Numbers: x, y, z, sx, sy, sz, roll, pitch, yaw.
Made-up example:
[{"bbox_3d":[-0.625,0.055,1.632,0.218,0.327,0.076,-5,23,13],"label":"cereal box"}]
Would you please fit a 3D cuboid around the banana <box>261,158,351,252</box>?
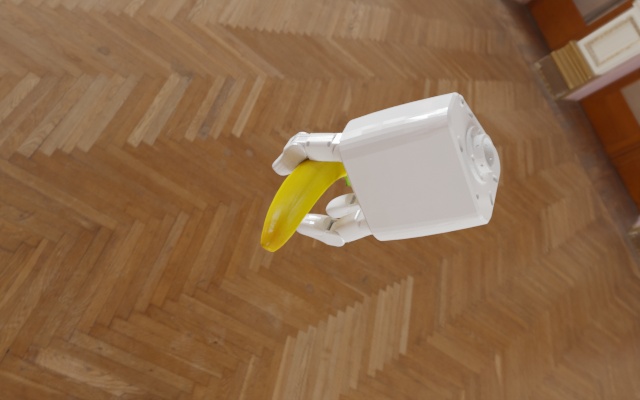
[{"bbox_3d":[0.000,-0.017,0.490,0.037,0.070,0.197,6,23,29],"label":"banana"}]
